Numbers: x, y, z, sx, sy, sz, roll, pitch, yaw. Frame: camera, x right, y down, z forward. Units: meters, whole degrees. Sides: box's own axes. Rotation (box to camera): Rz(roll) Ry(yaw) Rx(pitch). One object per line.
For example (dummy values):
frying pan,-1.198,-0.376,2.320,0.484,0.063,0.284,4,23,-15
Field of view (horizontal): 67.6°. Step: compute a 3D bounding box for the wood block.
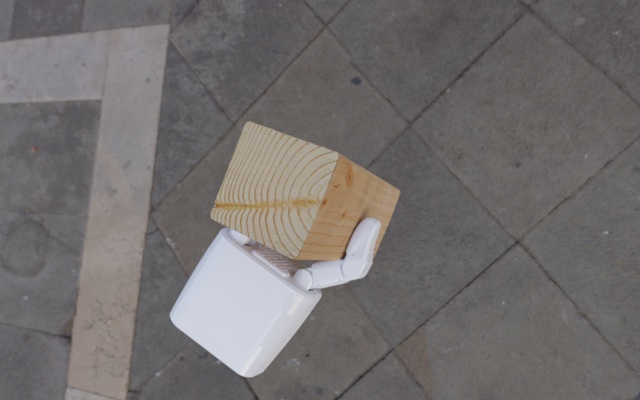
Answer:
wood block,0.000,0.002,0.470,0.091,0.090,0.206,23,2,23
